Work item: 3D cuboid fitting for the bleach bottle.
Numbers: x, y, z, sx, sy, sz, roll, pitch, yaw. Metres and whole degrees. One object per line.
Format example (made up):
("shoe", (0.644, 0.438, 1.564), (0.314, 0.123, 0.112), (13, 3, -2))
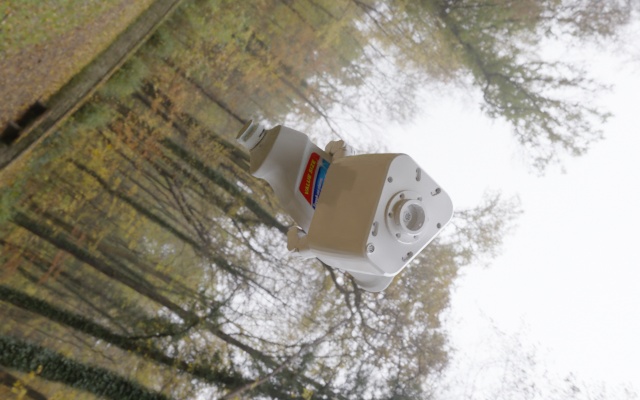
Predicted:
("bleach bottle", (0.000, 0.002, 0.573), (0.251, 0.102, 0.068), (40, -17, -22))
